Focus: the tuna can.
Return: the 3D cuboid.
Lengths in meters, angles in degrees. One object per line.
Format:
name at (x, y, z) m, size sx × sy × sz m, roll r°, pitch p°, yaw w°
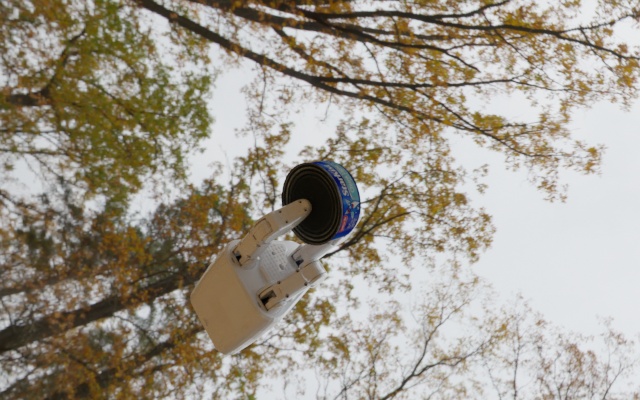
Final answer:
tuna can at (0.001, 0.001, 0.496) m, size 0.086 × 0.086 × 0.034 m, roll 0°, pitch 9°, yaw 44°
